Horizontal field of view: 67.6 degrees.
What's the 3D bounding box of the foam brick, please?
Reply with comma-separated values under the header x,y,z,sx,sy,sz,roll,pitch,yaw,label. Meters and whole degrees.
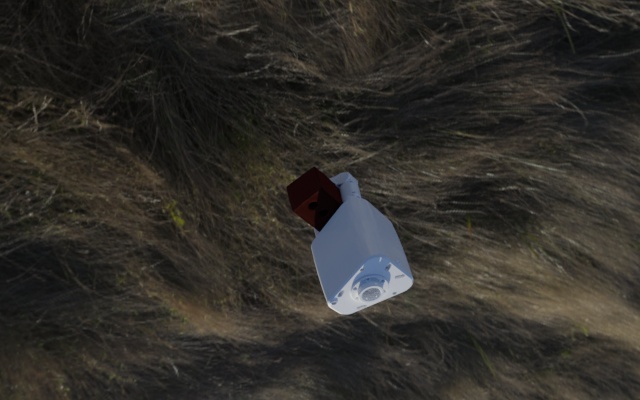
x,y,z,sx,sy,sz,roll,pitch,yaw,label
0.000,0.002,0.661,0.053,0.051,0.078,-37,-52,18,foam brick
